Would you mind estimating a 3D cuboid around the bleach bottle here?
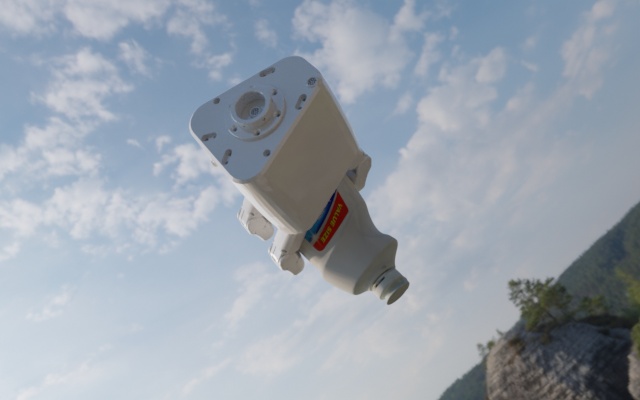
[{"bbox_3d":[0.000,0.002,0.496,0.250,0.102,0.068,45,-3,29],"label":"bleach bottle"}]
